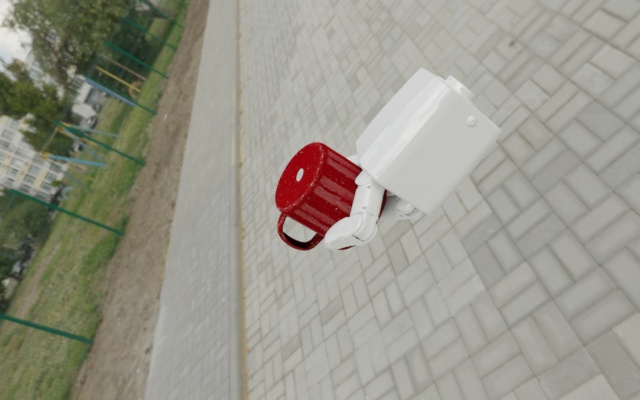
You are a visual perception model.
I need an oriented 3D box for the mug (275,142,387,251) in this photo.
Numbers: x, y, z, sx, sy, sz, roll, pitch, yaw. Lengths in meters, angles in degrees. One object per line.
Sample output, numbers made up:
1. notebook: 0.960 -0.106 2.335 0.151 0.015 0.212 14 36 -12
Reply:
1. mug: -0.001 0.003 0.496 0.081 0.117 0.093 31 18 -28
